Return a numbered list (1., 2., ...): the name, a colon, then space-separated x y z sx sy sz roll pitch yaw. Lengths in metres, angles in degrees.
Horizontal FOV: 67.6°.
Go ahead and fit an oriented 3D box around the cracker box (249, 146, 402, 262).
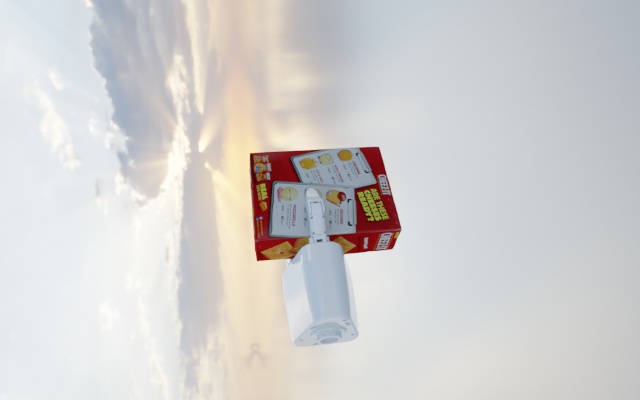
1. cracker box: 0.000 0.002 0.745 0.214 0.164 0.072 -4 -34 -9
